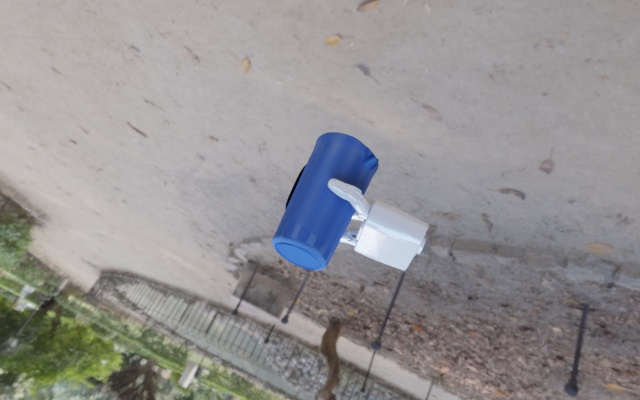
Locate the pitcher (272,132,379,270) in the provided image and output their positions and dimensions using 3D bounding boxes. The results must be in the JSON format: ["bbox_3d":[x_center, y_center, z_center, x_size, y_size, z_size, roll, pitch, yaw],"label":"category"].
[{"bbox_3d":[0.000,0.003,0.899,0.145,0.242,0.149,24,-26,5],"label":"pitcher"}]
